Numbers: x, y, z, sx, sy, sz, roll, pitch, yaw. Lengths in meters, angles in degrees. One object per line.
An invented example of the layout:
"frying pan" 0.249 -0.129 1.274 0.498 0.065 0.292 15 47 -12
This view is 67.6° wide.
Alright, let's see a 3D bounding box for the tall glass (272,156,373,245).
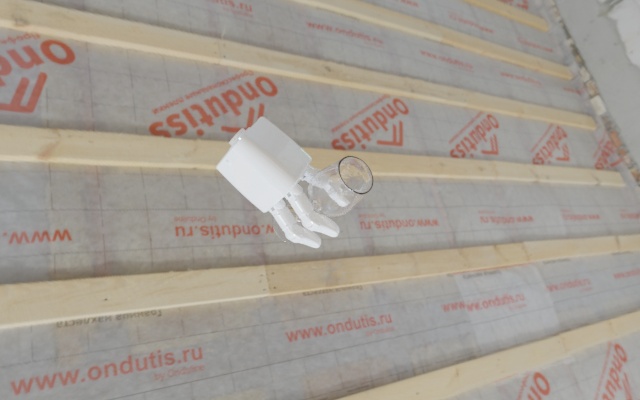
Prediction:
"tall glass" 0.000 0.003 0.763 0.079 0.079 0.201 0 -24 -35
